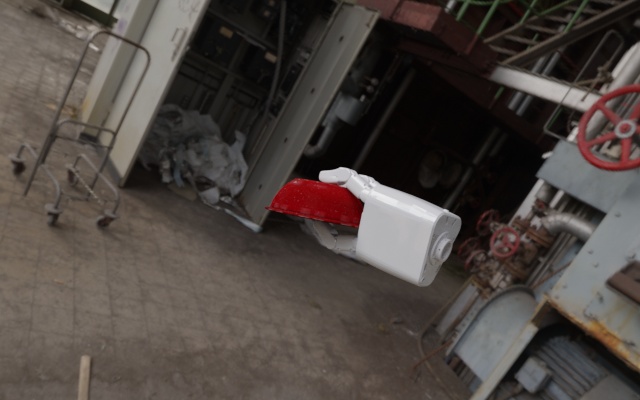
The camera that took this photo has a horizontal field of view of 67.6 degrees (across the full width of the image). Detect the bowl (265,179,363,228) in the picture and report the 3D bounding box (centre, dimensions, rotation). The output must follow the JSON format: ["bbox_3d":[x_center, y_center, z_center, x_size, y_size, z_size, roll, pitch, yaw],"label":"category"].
[{"bbox_3d":[-0.001,0.002,0.725,0.162,0.055,0.162,11,-1,0],"label":"bowl"}]
